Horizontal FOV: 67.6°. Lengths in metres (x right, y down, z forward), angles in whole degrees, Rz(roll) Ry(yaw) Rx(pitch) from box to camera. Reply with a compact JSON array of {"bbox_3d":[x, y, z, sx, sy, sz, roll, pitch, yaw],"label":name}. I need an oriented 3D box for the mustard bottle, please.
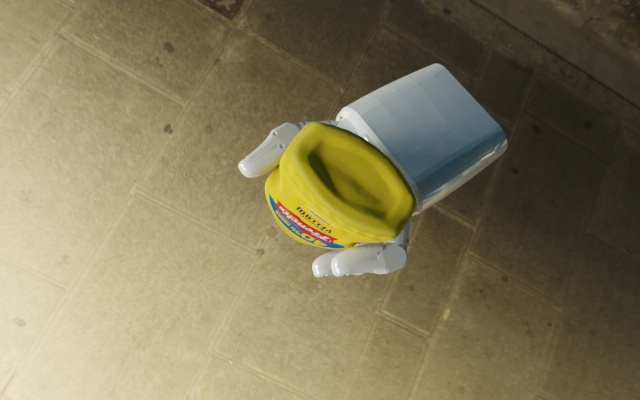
[{"bbox_3d":[0.000,0.002,0.403,0.096,0.058,0.192,36,-16,-6],"label":"mustard bottle"}]
